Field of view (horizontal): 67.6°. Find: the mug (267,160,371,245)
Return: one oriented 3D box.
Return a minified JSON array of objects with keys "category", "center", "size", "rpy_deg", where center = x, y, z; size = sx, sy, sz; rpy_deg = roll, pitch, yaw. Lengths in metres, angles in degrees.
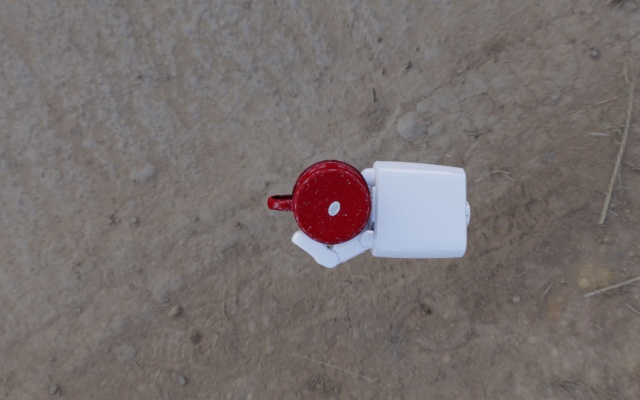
[{"category":"mug","center":[-0.001,0.002,0.524],"size":[0.117,0.093,0.081],"rpy_deg":[2,6,0]}]
